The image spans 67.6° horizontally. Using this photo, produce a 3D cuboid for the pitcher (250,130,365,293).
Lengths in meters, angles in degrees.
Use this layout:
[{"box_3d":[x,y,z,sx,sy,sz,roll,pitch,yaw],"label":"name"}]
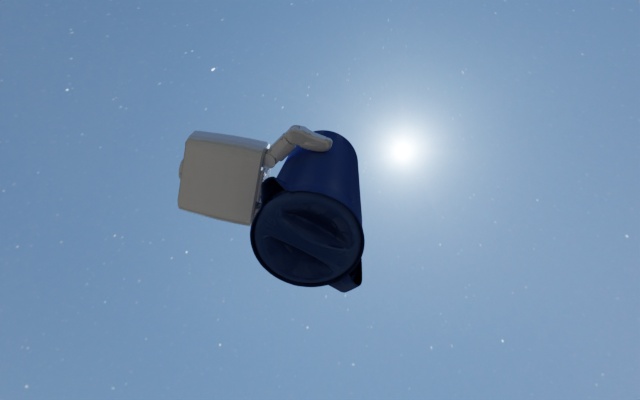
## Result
[{"box_3d":[0.000,0.002,0.652,0.145,0.149,0.242,11,29,0],"label":"pitcher"}]
